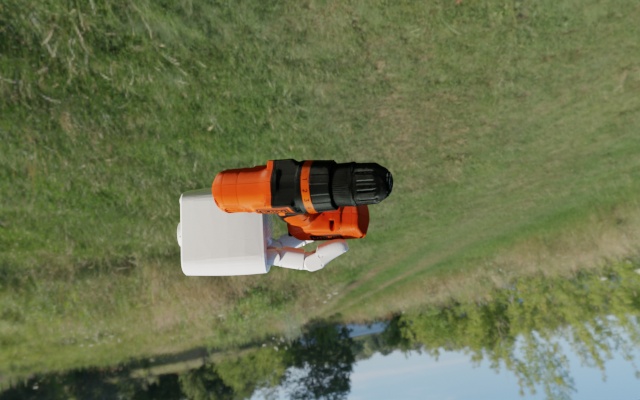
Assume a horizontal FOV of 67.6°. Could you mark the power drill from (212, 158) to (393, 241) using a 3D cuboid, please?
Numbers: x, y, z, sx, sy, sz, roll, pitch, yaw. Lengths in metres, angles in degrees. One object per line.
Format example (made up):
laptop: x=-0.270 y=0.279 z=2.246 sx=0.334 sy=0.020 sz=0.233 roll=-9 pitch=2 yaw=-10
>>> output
power drill: x=0.000 y=0.002 z=0.535 sx=0.184 sy=0.057 sz=0.188 roll=-1 pitch=-15 yaw=18
